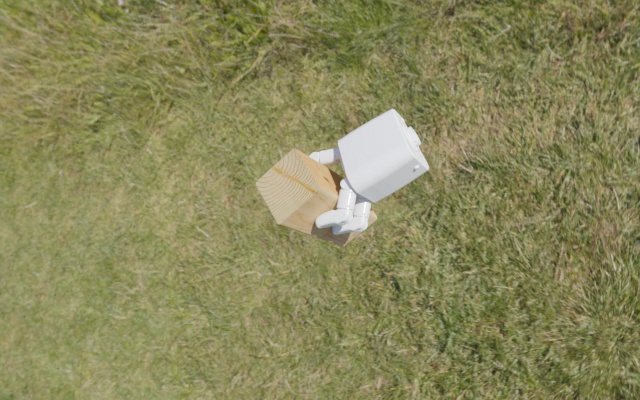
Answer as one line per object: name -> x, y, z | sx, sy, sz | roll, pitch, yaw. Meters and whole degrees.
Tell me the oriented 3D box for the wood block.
wood block -> 0.000, 0.002, 0.807 | 0.090, 0.090, 0.206 | -41, -31, 15
